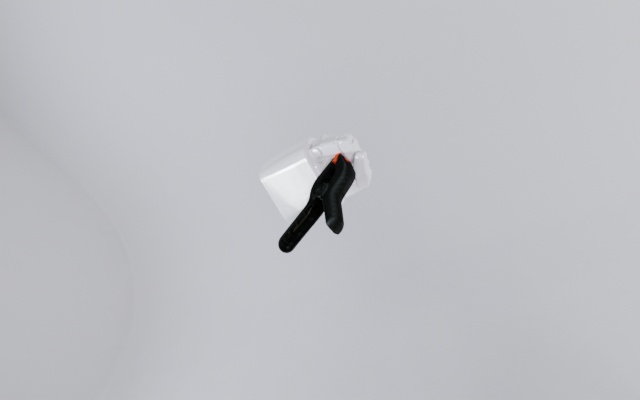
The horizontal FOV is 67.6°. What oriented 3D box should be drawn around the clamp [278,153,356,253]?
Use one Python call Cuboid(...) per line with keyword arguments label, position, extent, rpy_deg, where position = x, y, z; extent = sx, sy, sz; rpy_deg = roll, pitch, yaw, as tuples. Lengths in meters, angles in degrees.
Cuboid(label="clamp", position=(0.000, 0.002, 0.679), extent=(0.120, 0.039, 0.171), rpy_deg=(-24, 29, 34))
